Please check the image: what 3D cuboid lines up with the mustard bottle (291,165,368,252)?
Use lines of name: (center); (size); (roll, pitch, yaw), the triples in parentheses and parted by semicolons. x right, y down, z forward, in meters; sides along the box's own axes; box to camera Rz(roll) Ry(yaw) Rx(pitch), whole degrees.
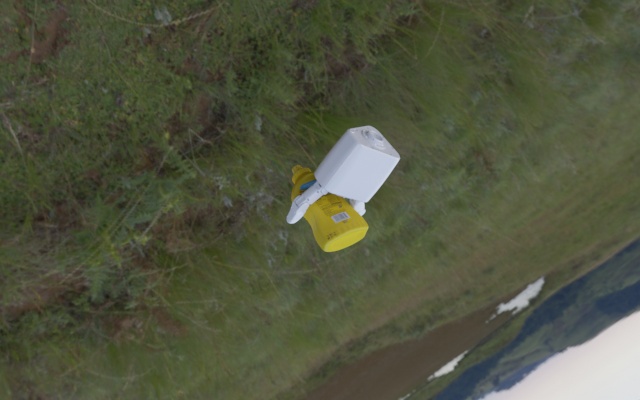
mustard bottle: (0.000, 0.003, 0.897); (0.096, 0.191, 0.058); (-19, -33, -28)
